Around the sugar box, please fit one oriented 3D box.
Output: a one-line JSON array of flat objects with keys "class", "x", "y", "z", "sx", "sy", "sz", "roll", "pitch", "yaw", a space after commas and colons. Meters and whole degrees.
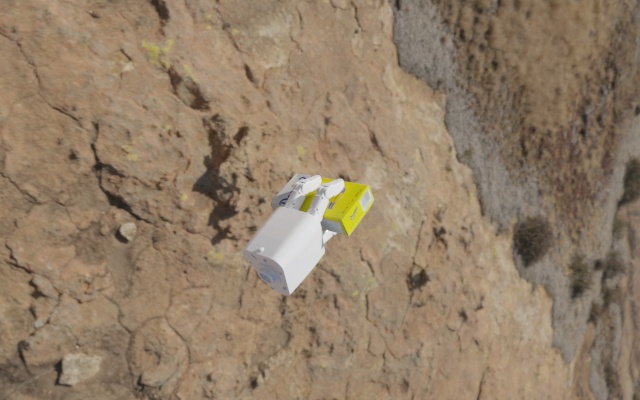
[{"class": "sugar box", "x": 0.000, "y": 0.003, "z": 0.875, "sx": 0.176, "sy": 0.048, "sz": 0.093, "roll": 13, "pitch": 51, "yaw": 37}]
